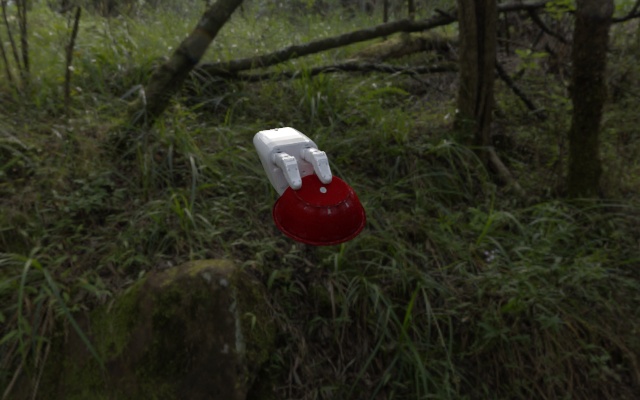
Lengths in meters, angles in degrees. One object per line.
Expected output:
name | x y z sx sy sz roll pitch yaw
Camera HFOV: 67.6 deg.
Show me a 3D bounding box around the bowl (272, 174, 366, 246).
bowl | 0.001 0.003 0.802 0.162 0.055 0.162 3 38 -3
